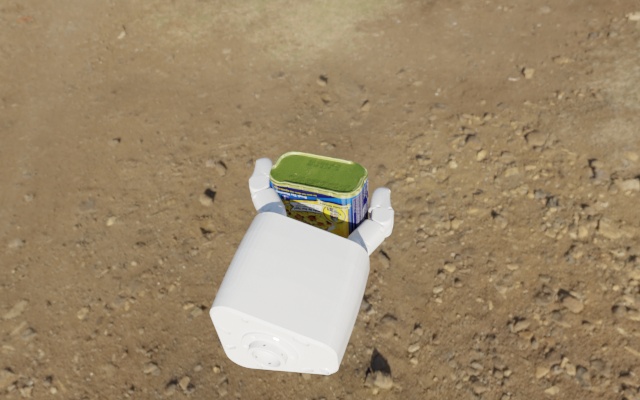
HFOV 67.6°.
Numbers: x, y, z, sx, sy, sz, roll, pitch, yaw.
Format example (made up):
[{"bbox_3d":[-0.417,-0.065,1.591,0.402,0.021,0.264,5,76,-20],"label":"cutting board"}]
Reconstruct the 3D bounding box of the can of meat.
[{"bbox_3d":[0.000,0.001,0.494,0.102,0.084,0.057,11,46,17],"label":"can of meat"}]
